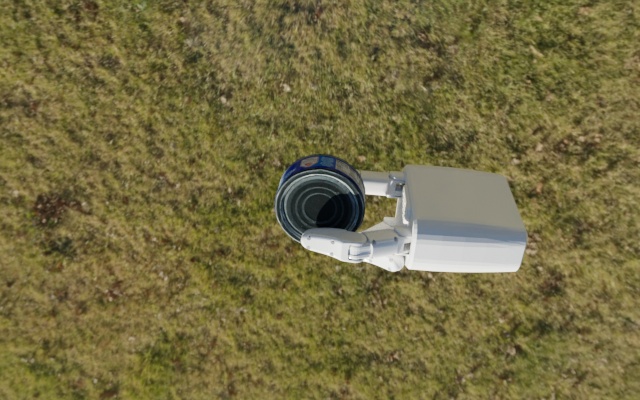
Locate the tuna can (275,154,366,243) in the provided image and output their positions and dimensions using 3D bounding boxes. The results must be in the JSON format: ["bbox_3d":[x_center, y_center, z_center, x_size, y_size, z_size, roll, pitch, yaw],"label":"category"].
[{"bbox_3d":[0.000,0.002,0.453,0.086,0.086,0.033,0,28,5],"label":"tuna can"}]
